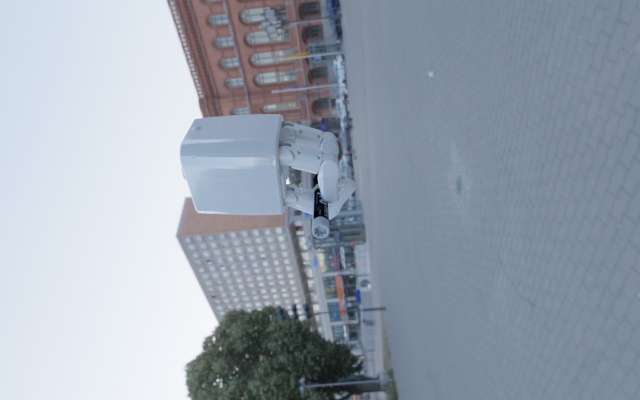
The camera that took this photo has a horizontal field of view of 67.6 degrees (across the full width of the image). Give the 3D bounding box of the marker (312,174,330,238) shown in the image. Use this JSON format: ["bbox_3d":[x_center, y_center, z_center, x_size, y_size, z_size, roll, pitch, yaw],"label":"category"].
[{"bbox_3d":[0.000,0.002,0.554,0.020,0.020,0.121,0,31,0],"label":"marker"}]
